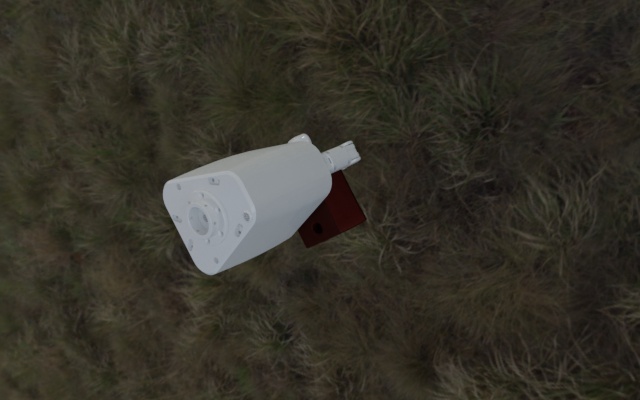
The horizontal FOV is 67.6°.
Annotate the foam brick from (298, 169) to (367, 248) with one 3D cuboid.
[{"bbox_3d":[0.000,0.002,0.498,0.053,0.078,0.051,-28,0,39],"label":"foam brick"}]
